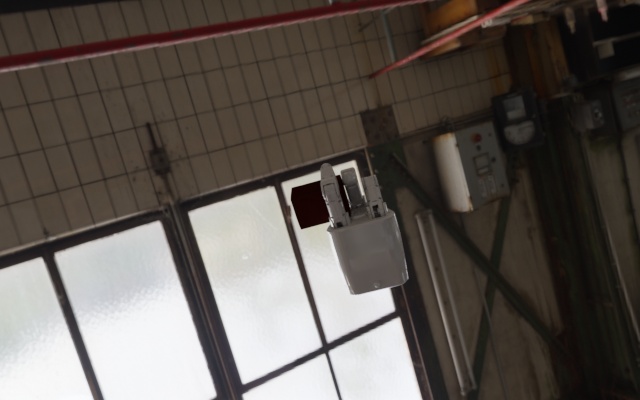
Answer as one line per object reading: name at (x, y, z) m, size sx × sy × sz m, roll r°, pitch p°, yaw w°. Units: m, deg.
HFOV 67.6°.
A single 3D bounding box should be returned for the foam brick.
foam brick at (0.000, 0.002, 0.701) m, size 0.078 × 0.051 × 0.053 m, roll -15°, pitch 21°, yaw 6°
